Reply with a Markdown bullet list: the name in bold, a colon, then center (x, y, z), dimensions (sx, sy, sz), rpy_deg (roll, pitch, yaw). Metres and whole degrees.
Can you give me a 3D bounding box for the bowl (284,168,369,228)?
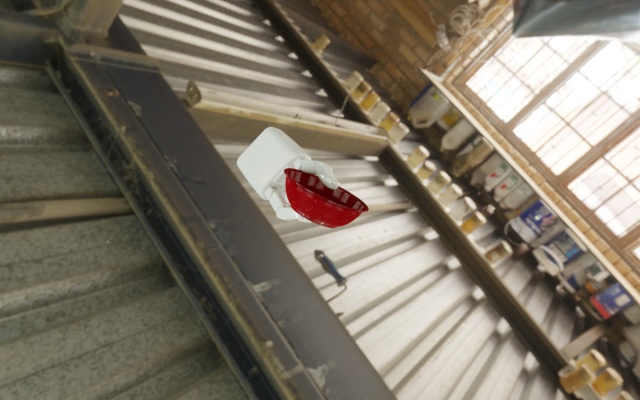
- **bowl**: center (0.001, 0.004, 0.826), dimensions (0.162, 0.055, 0.162), rpy_deg (24, 12, -5)
